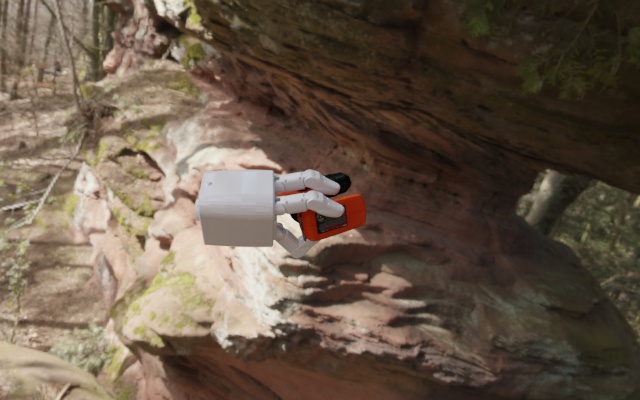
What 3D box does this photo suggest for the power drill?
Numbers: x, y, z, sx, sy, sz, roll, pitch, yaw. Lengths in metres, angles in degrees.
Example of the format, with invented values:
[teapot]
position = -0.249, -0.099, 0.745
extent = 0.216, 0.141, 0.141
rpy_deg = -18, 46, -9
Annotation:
[power drill]
position = 0.000, 0.003, 0.800
extent = 0.184, 0.057, 0.187
rpy_deg = -18, 19, -20
